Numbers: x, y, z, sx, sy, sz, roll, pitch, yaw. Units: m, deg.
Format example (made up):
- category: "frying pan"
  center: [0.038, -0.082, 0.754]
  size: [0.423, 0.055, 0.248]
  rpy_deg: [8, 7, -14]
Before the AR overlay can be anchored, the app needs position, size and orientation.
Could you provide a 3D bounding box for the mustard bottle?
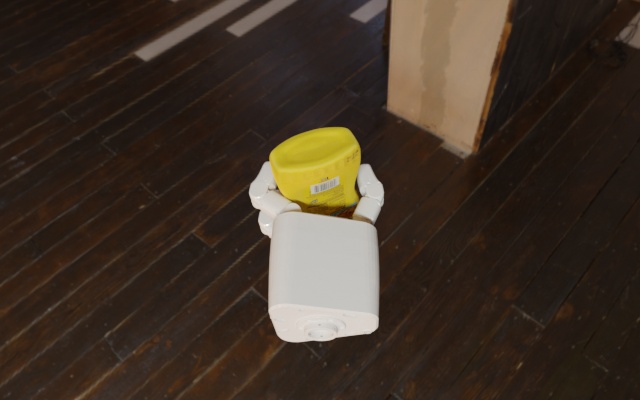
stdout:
- category: "mustard bottle"
  center: [0.000, 0.001, 0.576]
  size: [0.096, 0.058, 0.192]
  rpy_deg: [-20, -36, -10]
